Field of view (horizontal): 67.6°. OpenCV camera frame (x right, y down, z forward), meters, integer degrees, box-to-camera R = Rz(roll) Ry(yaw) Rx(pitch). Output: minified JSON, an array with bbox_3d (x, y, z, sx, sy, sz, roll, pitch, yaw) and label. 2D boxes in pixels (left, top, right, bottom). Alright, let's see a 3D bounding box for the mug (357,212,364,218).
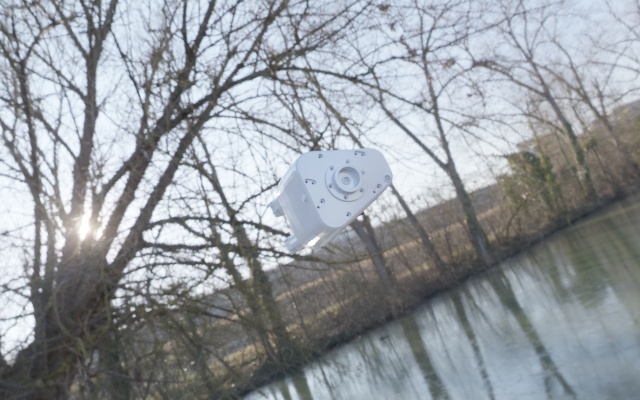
[{"bbox_3d":[0.000,0.002,0.690,0.093,0.081,0.117,-21,-8,-20],"label":"mug"}]
